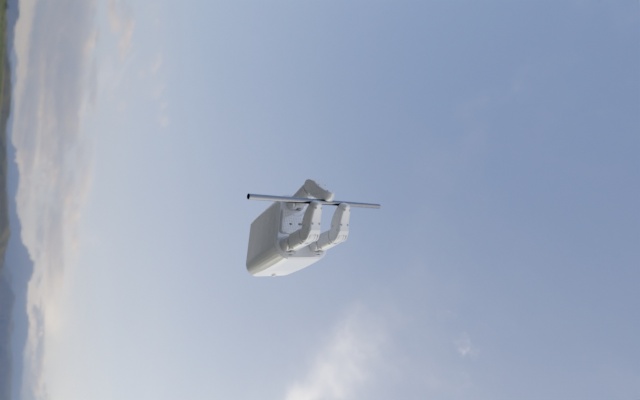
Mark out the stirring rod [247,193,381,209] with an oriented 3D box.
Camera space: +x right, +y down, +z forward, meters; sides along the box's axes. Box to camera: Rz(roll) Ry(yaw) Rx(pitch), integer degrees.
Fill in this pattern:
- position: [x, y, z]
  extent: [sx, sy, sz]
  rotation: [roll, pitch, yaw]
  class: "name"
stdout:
- position: [0.000, 0.002, 0.696]
  extent: [0.239, 0.011, 0.011]
  rotation: [5, -3, -38]
  class: "stirring rod"
